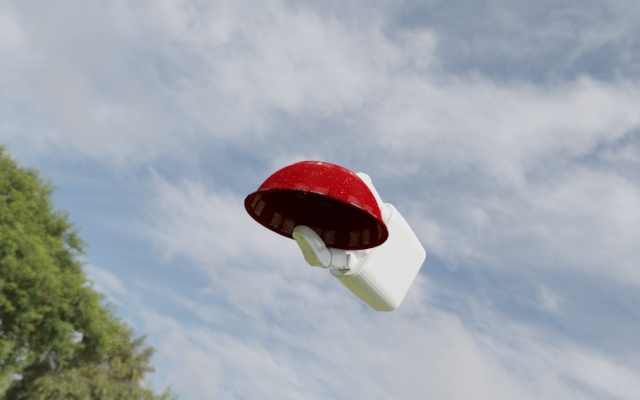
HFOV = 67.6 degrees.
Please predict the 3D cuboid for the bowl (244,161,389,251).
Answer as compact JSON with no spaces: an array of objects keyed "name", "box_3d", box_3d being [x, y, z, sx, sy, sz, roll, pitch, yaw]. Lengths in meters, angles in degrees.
[{"name":"bowl","box_3d":[0.000,0.001,0.530,0.162,0.055,0.162,12,-22,5]}]
